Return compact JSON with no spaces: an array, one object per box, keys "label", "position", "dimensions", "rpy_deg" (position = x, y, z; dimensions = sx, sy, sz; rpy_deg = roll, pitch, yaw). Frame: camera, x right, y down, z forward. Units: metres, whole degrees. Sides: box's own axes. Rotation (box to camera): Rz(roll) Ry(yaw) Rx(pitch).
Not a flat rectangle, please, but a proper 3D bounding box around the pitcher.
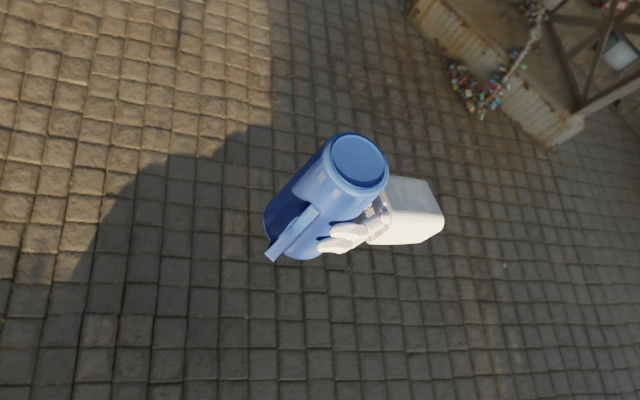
[{"label":"pitcher","position":[0.000,0.002,0.766],"dimensions":[0.145,0.149,0.243],"rpy_deg":[5,-27,-24]}]
